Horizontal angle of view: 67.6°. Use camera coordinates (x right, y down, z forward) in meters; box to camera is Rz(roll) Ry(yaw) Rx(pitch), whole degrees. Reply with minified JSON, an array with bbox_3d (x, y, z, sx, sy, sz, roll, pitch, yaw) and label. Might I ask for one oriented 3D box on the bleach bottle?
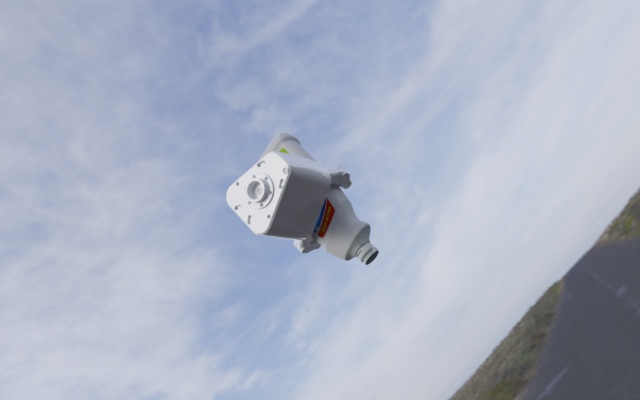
[{"bbox_3d":[0.000,0.003,0.764,0.250,0.102,0.068,43,14,27],"label":"bleach bottle"}]
